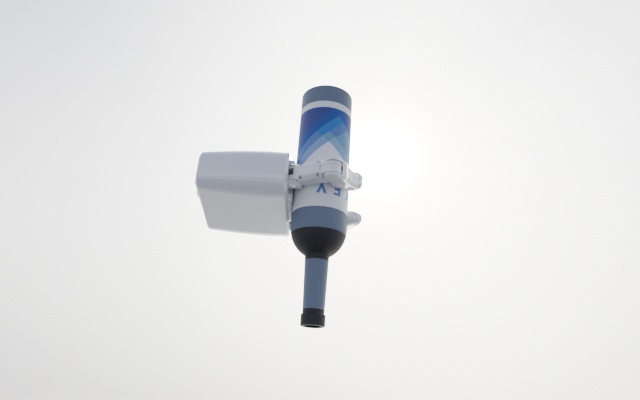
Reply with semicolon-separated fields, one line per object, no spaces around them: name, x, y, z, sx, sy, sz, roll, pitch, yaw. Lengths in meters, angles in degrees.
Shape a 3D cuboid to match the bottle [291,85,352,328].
bottle;0.000;0.002;0.576;0.069;0.295;0.069;3;-23;1
